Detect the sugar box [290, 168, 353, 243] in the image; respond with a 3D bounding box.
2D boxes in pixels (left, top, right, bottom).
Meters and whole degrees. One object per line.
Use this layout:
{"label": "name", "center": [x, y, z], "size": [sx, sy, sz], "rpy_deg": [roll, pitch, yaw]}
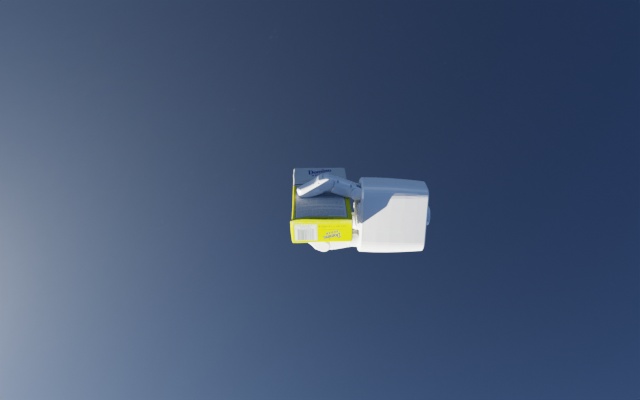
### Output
{"label": "sugar box", "center": [0.000, 0.003, 0.781], "size": [0.093, 0.048, 0.176], "rpy_deg": [0, 28, -1]}
